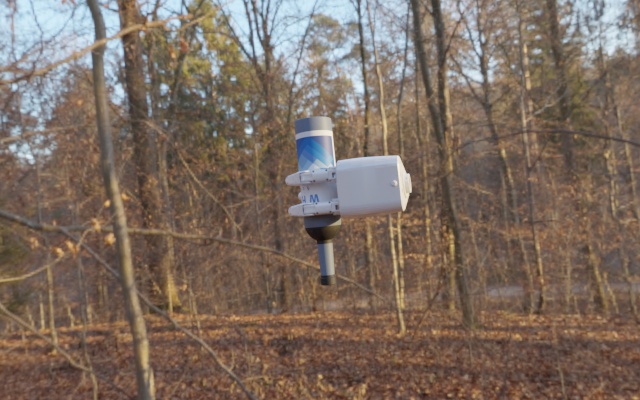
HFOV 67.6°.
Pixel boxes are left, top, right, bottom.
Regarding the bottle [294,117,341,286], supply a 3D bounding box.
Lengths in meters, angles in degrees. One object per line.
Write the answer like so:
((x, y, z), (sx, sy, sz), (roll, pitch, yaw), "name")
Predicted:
((0.000, 0.003, 0.853), (0.069, 0.295, 0.069), (-6, -2, 0), "bottle")
